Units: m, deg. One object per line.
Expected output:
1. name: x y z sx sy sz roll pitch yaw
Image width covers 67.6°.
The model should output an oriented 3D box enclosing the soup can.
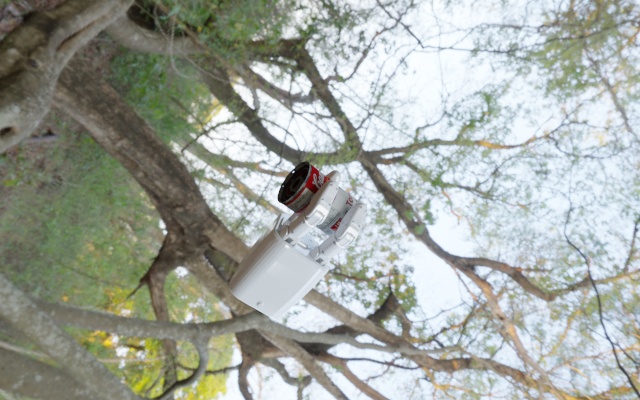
1. soup can: 0.001 0.002 0.663 0.102 0.068 0.068 36 -17 -24
